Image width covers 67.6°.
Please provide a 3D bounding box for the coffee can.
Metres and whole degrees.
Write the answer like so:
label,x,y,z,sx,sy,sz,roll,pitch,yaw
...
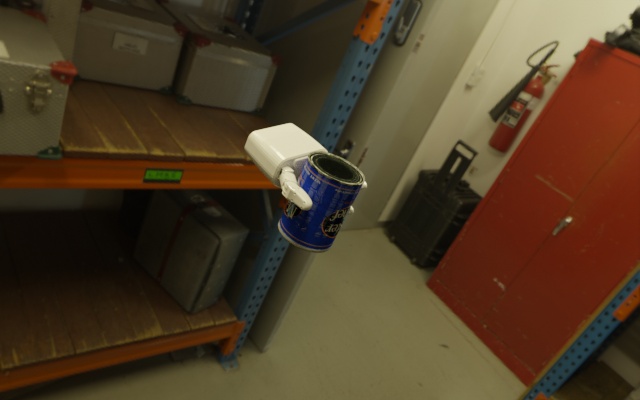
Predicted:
label,x,y,z,sx,sy,sz,roll,pitch,yaw
coffee can,0.000,0.003,0.809,0.103,0.140,0.102,20,26,-10
